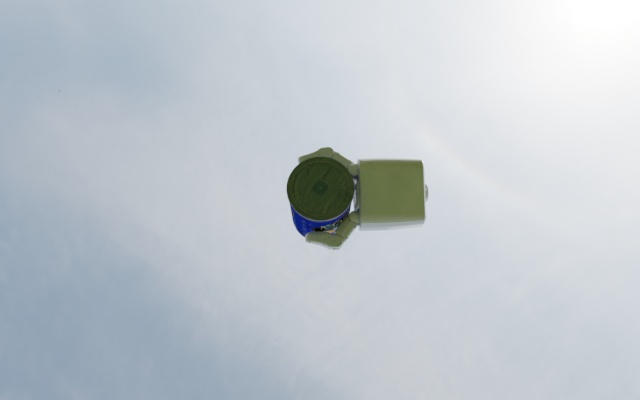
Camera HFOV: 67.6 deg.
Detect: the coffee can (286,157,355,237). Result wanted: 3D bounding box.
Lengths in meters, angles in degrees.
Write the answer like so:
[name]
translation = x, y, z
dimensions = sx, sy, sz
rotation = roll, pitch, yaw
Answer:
[coffee can]
translation = 0.000, 0.003, 0.781
dimensions = 0.103, 0.102, 0.140
rotation = 0, -18, 0
